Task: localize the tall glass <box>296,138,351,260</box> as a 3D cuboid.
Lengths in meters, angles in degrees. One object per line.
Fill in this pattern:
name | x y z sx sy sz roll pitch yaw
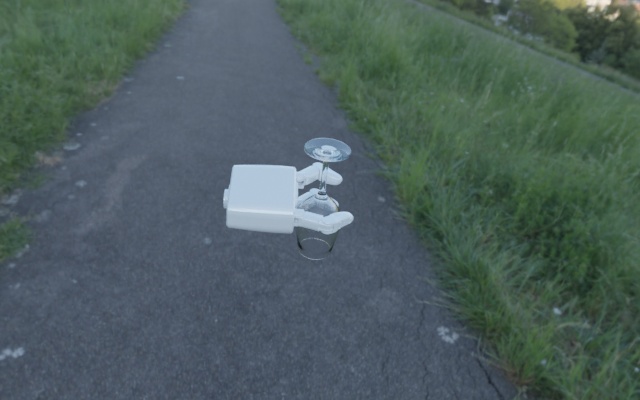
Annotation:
tall glass | 0.000 0.002 0.793 0.079 0.201 0.079 5 33 -3
